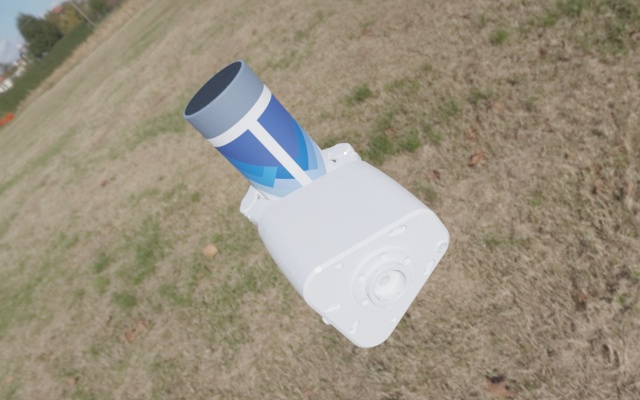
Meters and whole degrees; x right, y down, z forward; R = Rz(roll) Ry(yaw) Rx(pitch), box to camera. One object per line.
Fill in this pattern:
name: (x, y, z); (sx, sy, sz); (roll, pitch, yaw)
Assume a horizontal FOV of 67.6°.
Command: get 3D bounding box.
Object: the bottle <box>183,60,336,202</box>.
bottle: (0.000, 0.001, 0.460); (0.069, 0.069, 0.296); (0, -39, 49)
